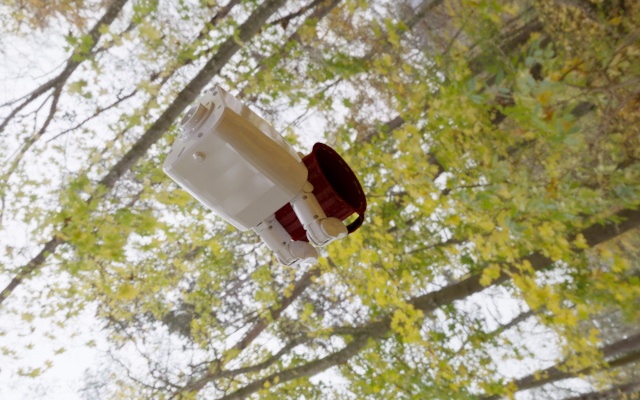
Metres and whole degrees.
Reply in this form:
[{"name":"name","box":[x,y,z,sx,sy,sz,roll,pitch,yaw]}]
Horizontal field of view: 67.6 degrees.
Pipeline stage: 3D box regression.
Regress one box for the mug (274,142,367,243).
[{"name":"mug","box":[0.001,0.003,0.544,0.081,0.093,0.117,-35,-55,23]}]
